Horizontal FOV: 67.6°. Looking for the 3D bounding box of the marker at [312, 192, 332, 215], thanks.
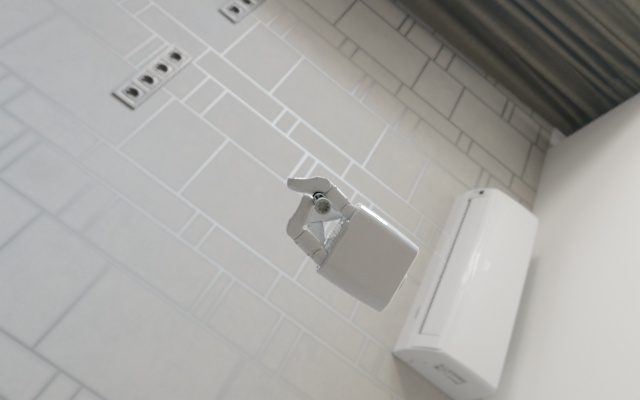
[{"bbox_3d":[0.000,0.002,0.597,0.020,0.020,0.121,0,5,-3],"label":"marker"}]
